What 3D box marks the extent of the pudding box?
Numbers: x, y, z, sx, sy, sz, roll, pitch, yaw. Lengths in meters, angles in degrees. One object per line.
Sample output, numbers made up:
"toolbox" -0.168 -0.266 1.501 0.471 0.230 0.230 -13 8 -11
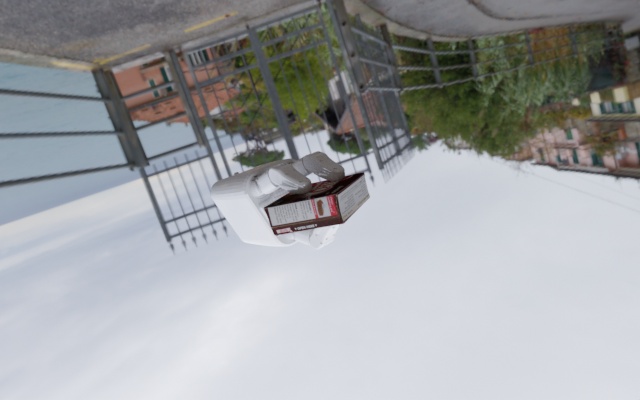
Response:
"pudding box" 0.000 0.002 0.561 0.090 0.039 0.113 -12 12 23
